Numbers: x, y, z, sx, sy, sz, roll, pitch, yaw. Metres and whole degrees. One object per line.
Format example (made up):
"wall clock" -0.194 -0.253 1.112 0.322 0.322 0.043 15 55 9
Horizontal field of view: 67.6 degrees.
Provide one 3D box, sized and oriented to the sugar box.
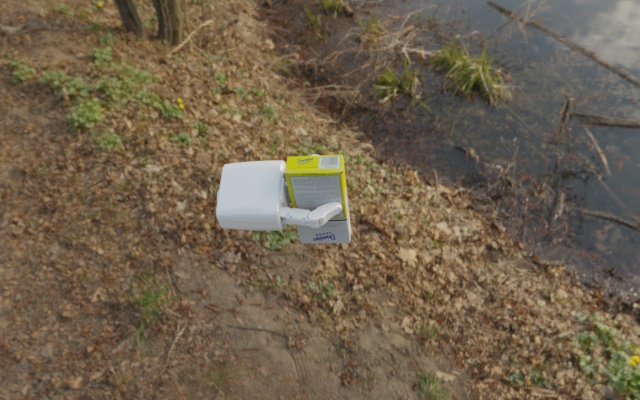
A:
"sugar box" 0.000 0.002 0.810 0.093 0.048 0.176 -1 -42 8
